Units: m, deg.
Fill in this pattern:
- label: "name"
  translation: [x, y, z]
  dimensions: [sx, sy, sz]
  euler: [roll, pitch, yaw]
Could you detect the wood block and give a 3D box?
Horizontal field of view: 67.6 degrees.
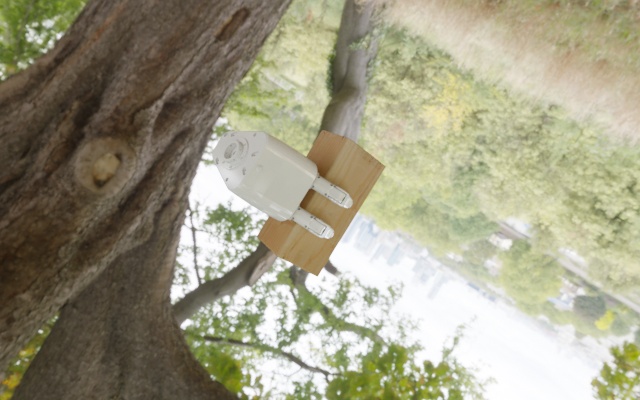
- label: "wood block"
  translation: [0.000, 0.002, 0.768]
  dimensions: [0.090, 0.206, 0.090]
  euler: [32, -1, -34]
